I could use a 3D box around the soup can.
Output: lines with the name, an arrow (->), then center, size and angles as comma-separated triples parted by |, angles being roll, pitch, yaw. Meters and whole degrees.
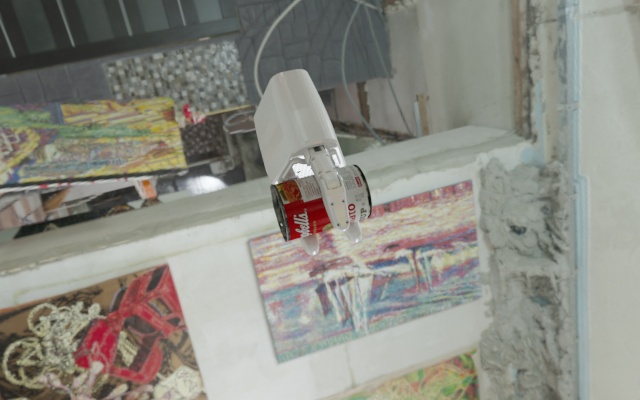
soup can -> 0.001, 0.002, 0.551 | 0.102, 0.068, 0.068 | -15, 3, -12
